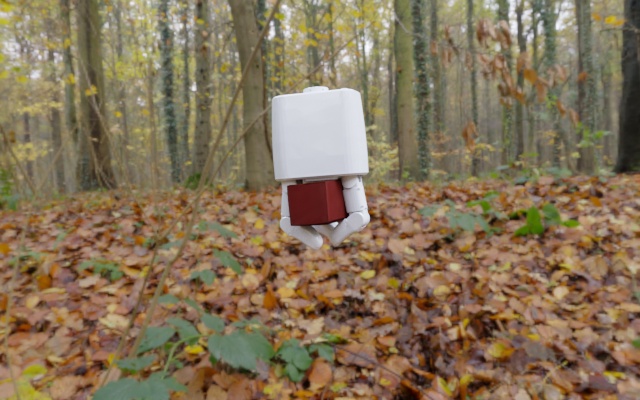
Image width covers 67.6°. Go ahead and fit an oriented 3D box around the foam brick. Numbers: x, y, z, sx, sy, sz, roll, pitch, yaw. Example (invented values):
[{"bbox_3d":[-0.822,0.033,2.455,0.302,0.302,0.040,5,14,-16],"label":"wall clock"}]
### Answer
[{"bbox_3d":[0.000,0.002,0.595,0.053,0.051,0.078,-4,2,25],"label":"foam brick"}]
